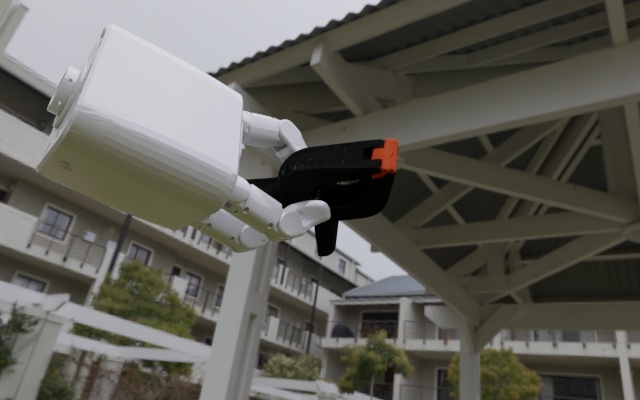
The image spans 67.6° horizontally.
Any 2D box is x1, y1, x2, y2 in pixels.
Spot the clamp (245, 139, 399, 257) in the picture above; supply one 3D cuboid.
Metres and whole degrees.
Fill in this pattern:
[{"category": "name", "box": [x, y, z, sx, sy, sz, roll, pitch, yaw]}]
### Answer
[{"category": "clamp", "box": [0.000, 0.000, 0.427, 0.164, 0.036, 0.210, 27, -31, -33]}]
